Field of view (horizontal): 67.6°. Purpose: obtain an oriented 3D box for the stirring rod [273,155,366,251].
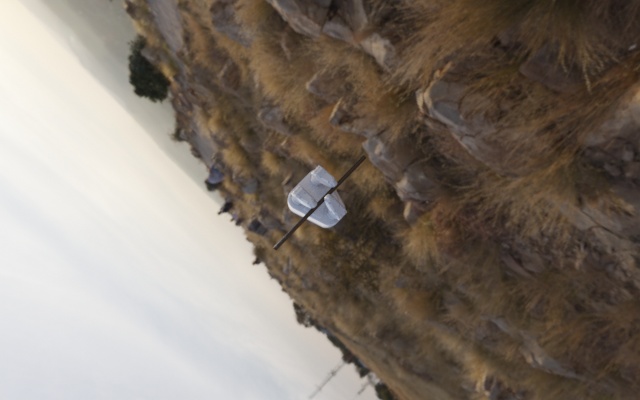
[{"bbox_3d":[0.000,0.003,0.877,0.011,0.239,0.011,43,-9,9],"label":"stirring rod"}]
